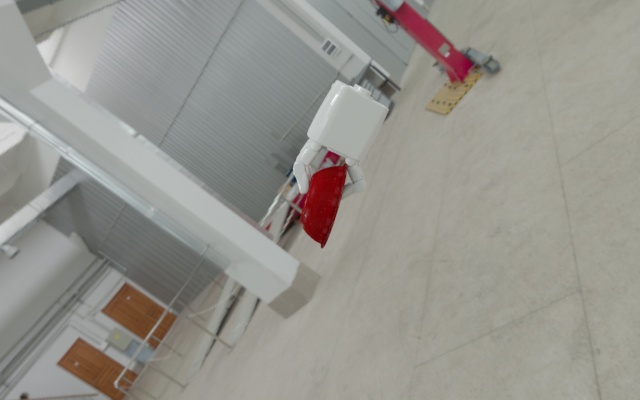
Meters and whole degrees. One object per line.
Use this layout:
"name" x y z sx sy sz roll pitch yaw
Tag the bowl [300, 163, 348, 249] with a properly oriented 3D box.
"bowl" -0.001 0.004 0.867 0.055 0.162 0.162 15 -1 -4
